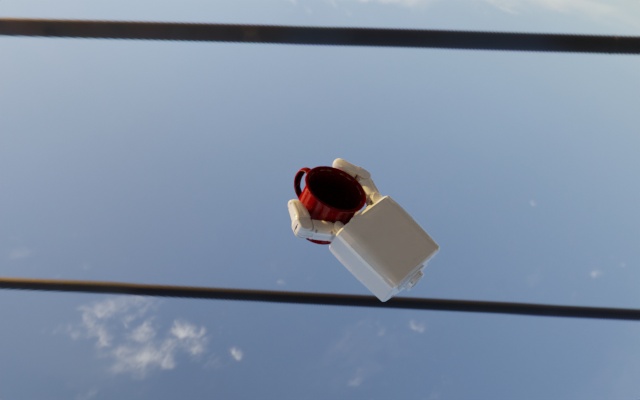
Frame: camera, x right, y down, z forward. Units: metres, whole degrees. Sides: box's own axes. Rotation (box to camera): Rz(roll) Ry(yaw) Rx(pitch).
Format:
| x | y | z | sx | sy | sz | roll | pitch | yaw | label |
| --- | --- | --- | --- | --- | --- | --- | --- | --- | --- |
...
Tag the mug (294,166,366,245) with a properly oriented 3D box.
| x | y | z | sx | sy | sz | roll | pitch | yaw | label |
| --- | --- | --- | --- | --- | --- | --- | --- | --- | --- |
| -0.001 | 0.001 | 0.702 | 0.093 | 0.081 | 0.117 | -23 | 60 | -43 | mug |
